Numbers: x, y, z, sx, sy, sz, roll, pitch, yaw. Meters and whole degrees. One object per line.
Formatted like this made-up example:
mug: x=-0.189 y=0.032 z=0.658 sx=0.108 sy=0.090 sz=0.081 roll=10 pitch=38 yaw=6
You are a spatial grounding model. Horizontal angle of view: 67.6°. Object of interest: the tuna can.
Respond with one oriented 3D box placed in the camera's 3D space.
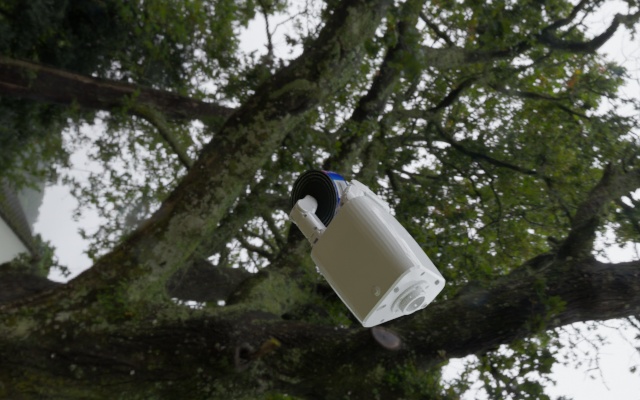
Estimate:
tuna can: x=0.000 y=0.002 z=0.634 sx=0.086 sy=0.086 sz=0.034 roll=0 pitch=-2 yaw=44
